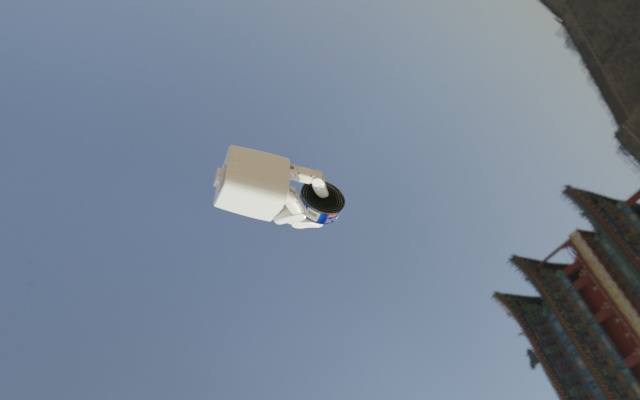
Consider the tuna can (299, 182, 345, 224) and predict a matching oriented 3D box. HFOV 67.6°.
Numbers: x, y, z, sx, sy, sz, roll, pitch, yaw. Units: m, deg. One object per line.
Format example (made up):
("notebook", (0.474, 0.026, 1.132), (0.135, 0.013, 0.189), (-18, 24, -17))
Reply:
("tuna can", (0.000, 0.003, 0.888), (0.086, 0.086, 0.034), (0, -43, -27))
